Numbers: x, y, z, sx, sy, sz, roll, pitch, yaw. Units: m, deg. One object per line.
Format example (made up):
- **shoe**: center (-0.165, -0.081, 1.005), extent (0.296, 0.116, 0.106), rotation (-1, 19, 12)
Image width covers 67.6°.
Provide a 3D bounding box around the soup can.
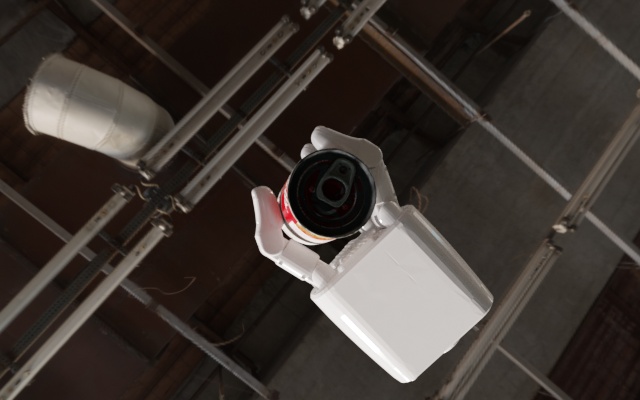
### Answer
- **soup can**: center (0.000, 0.001, 0.402), extent (0.068, 0.068, 0.102), rotation (0, -8, -11)
